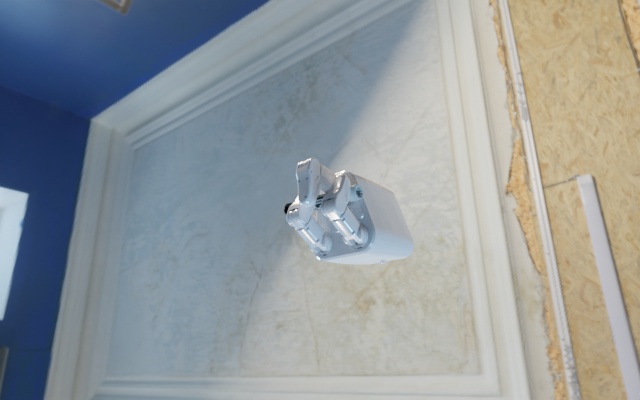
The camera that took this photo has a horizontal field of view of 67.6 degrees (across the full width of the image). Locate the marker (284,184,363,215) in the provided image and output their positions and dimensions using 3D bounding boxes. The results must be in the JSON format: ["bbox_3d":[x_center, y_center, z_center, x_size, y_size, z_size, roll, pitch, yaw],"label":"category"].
[{"bbox_3d":[0.000,0.002,0.608,0.121,0.020,0.020,-15,-10,37],"label":"marker"}]
